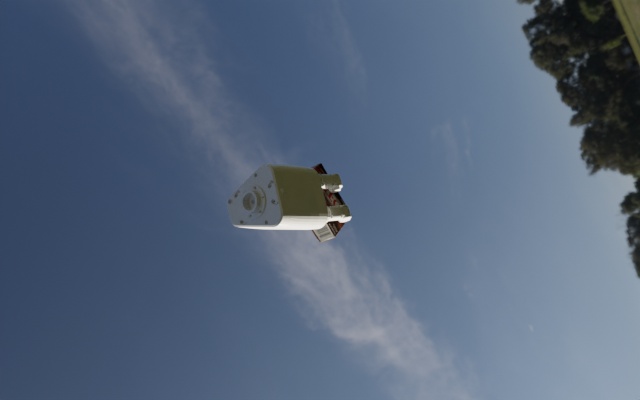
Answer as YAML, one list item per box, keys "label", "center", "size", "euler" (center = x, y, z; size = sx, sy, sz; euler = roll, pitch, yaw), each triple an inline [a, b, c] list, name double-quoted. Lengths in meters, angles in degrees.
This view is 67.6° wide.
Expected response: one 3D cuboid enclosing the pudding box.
- label: "pudding box"
  center: [0.000, 0.003, 0.821]
  size: [0.039, 0.113, 0.090]
  euler: [-22, 13, 31]
